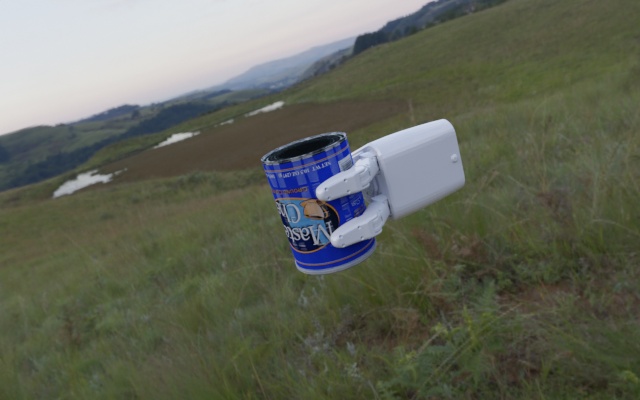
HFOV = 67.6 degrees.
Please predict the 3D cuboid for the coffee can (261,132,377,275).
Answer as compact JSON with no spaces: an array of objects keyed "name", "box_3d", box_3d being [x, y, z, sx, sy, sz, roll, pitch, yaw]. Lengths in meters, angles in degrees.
[{"name":"coffee can","box_3d":[0.000,0.002,0.565,0.103,0.140,0.102,-16,17,5]}]
